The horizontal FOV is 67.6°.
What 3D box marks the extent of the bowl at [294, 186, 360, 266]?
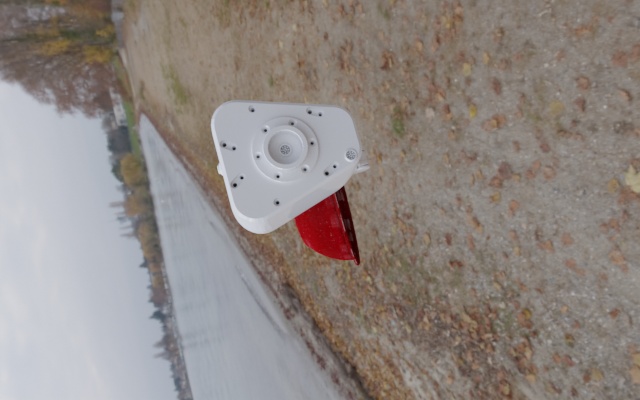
[{"bbox_3d":[0.000,0.002,0.553,0.055,0.162,0.162,-15,-2,7],"label":"bowl"}]
